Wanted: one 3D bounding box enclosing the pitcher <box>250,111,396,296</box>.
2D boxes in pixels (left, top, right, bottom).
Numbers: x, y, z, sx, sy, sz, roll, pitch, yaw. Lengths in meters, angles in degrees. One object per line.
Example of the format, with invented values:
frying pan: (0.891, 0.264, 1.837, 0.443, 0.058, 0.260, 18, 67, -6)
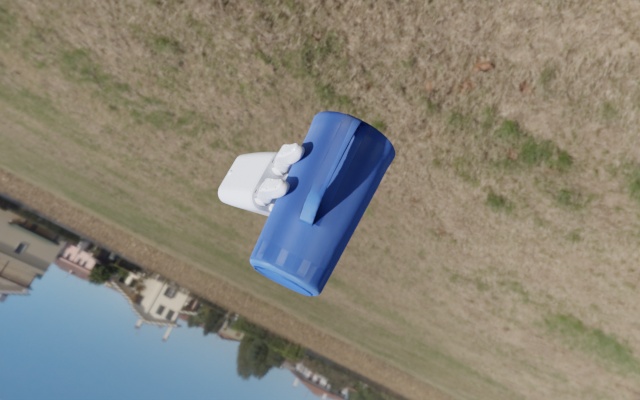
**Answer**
pitcher: (0.000, 0.002, 0.668, 0.145, 0.242, 0.149, 8, -25, 48)
